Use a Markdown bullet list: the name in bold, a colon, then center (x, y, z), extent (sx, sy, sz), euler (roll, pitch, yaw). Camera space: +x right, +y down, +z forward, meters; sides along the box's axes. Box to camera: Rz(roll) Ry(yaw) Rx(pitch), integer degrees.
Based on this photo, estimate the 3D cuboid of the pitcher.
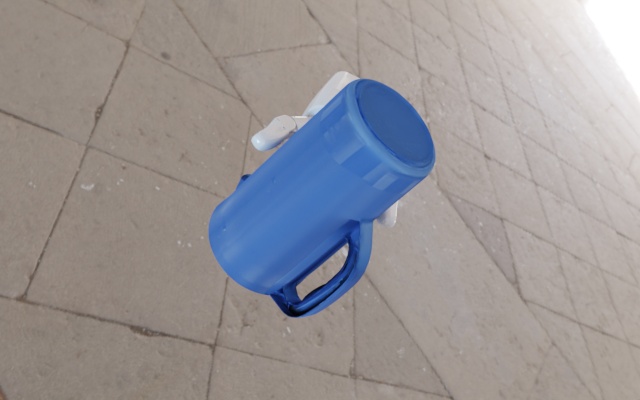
- **pitcher**: center (0.000, 0.001, 0.489), extent (0.243, 0.149, 0.145), euler (-41, 15, 40)
